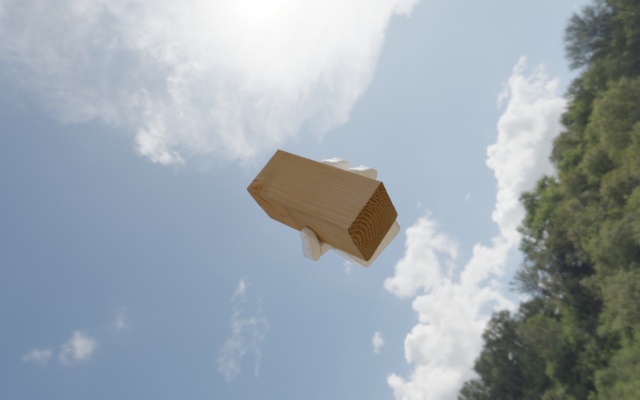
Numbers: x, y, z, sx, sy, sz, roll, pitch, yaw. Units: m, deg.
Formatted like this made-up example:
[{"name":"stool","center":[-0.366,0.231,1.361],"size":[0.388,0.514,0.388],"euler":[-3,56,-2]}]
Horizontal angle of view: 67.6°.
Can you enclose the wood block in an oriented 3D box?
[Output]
[{"name":"wood block","center":[0.000,0.003,0.732],"size":[0.206,0.090,0.090],"euler":[20,-24,37]}]
